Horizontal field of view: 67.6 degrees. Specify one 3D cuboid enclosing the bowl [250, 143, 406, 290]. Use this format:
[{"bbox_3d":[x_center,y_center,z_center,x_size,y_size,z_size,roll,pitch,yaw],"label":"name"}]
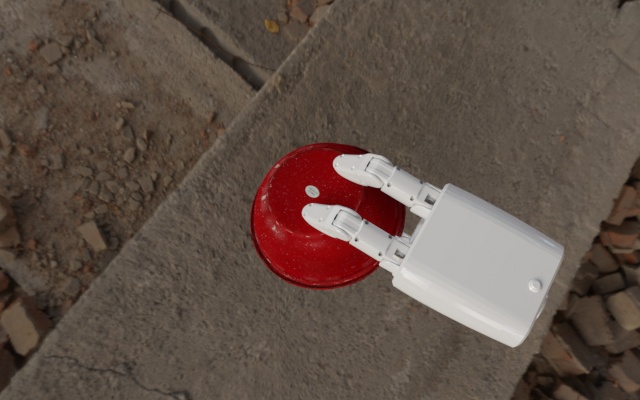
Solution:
[{"bbox_3d":[-0.001,0.001,0.465,0.162,0.162,0.055,0,-24,13],"label":"bowl"}]
